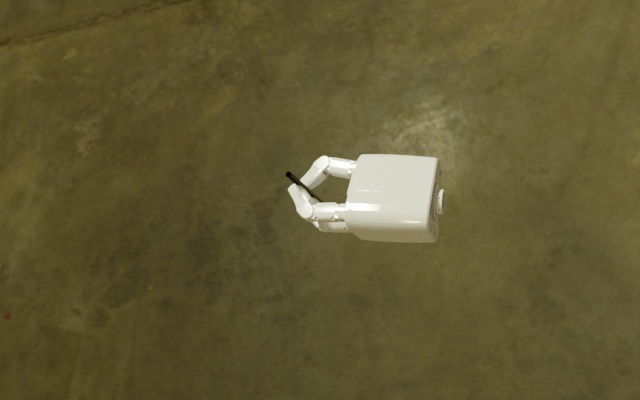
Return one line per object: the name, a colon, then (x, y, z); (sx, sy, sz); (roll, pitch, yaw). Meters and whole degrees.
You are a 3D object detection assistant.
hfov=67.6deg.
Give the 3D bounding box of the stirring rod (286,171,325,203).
stirring rod: (0.000, 0.002, 0.730); (0.011, 0.011, 0.240); (0, -18, 21)
